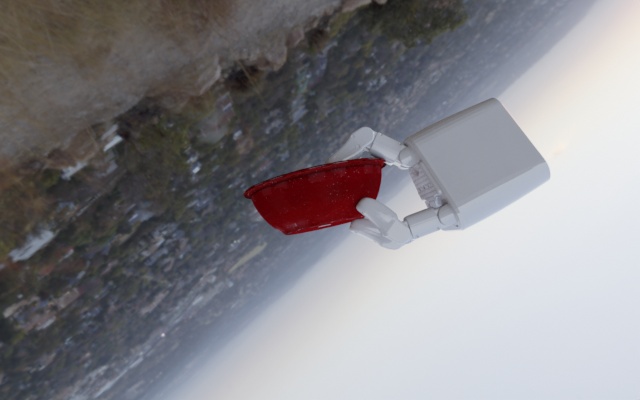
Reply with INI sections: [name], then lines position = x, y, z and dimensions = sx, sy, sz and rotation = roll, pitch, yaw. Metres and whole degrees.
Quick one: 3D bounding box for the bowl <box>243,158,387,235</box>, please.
[bowl]
position = -0.001, 0.002, 0.524
dimensions = 0.162, 0.055, 0.162
rotation = -12, -6, -1
